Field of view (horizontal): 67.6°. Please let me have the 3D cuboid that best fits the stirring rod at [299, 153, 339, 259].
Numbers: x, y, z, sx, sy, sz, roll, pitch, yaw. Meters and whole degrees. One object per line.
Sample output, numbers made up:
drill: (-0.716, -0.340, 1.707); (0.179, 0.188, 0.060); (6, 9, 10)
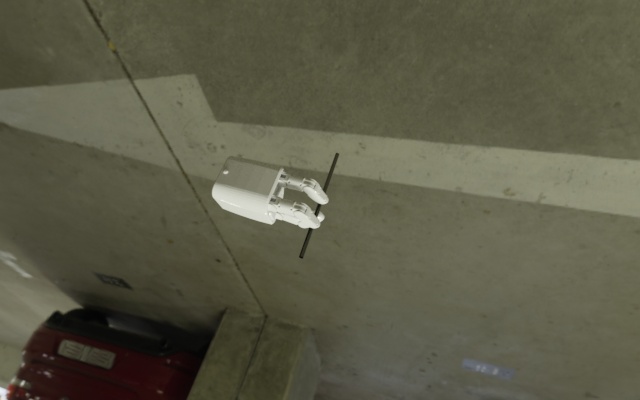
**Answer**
stirring rod: (0.000, 0.003, 0.893); (0.011, 0.239, 0.011); (14, -33, 9)
